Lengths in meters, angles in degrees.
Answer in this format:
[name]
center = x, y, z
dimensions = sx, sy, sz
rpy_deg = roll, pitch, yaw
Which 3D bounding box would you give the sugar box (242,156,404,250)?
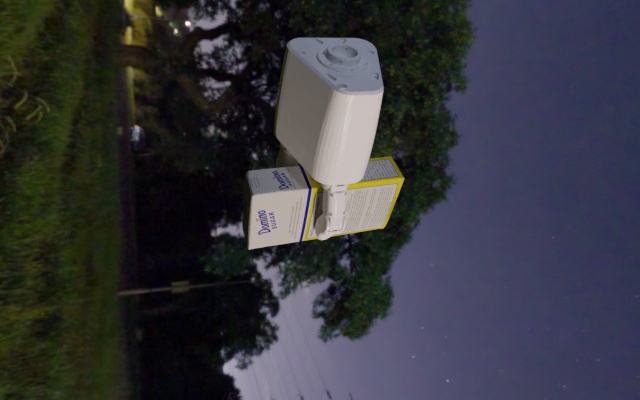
[sugar box]
center = 0.000, 0.001, 0.555
dimensions = 0.176, 0.048, 0.093
rpy_deg = -5, -43, -17
